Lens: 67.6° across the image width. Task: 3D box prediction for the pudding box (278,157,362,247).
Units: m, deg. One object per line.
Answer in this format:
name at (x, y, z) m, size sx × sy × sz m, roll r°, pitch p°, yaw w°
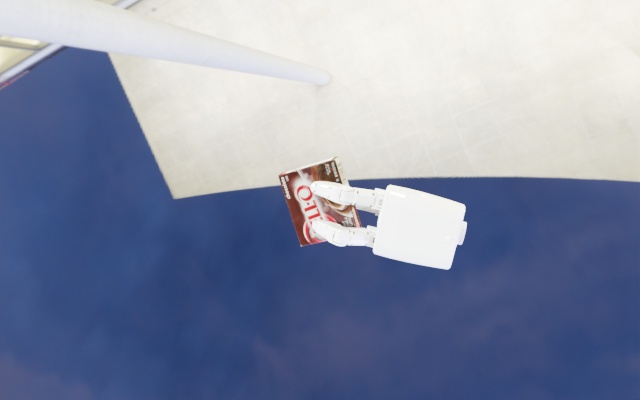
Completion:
pudding box at (0.000, 0.002, 0.689) m, size 0.090 × 0.113 × 0.039 m, roll -15°, pitch 6°, yaw 19°
